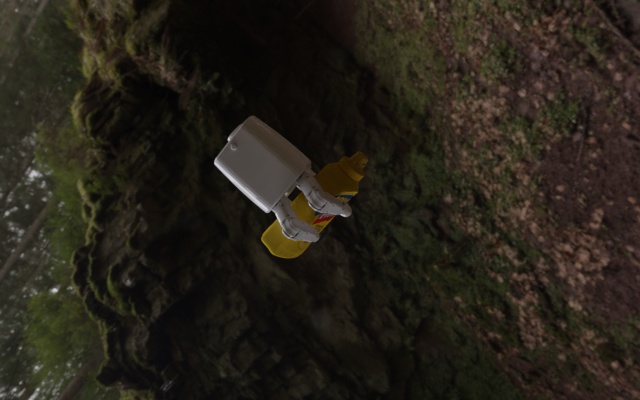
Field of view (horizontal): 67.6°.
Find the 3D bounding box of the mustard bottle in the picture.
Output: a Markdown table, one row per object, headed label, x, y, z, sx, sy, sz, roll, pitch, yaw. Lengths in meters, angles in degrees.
| label | x | y | z | sx | sy | sz | roll | pitch | yaw |
| --- | --- | --- | --- | --- | --- | --- | --- | --- | --- |
| mustard bottle | 0.000 | 0.003 | 0.707 | 0.192 | 0.058 | 0.096 | -48 | -22 | 19 |
